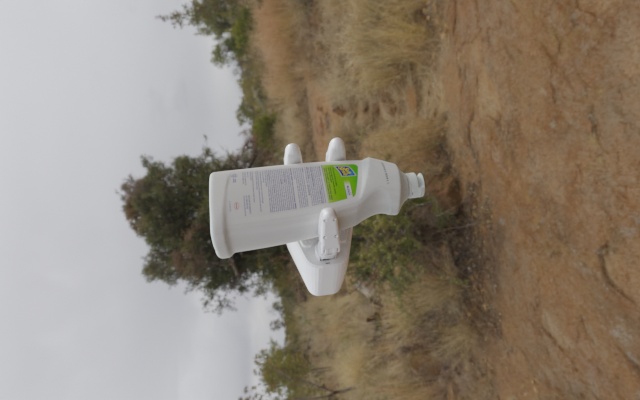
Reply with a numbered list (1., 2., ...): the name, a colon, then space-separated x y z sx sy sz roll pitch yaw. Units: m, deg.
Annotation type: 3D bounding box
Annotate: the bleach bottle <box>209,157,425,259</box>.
1. bleach bottle: 0.000 0.002 0.565 0.251 0.102 0.068 -6 -33 -5
